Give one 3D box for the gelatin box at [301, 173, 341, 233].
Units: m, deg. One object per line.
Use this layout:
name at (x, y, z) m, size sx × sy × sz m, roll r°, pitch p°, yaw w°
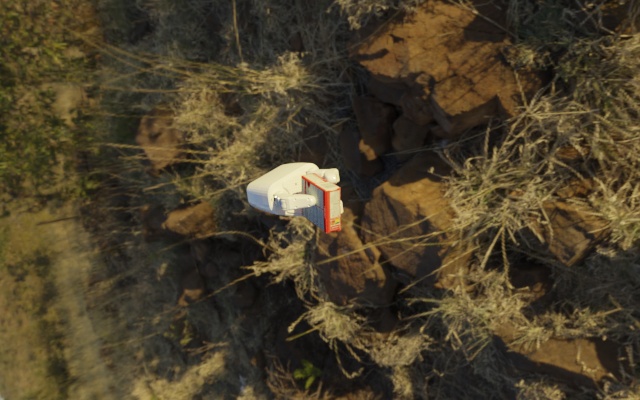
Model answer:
gelatin box at (0.000, 0.003, 0.776) m, size 0.030 × 0.073 × 0.089 m, roll -12°, pitch 24°, yaw -26°
